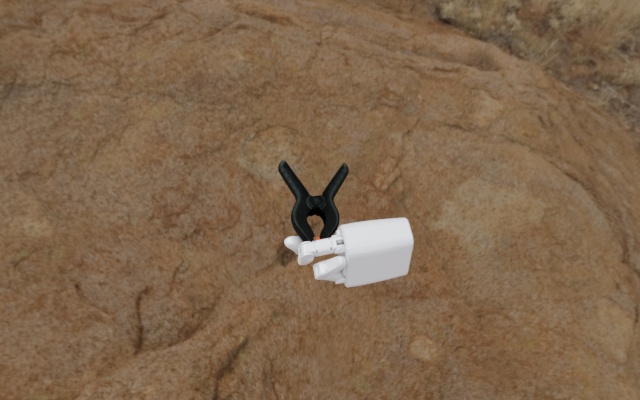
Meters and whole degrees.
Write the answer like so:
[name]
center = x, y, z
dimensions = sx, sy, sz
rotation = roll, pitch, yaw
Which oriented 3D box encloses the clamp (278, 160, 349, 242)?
[clamp]
center = 0.000, 0.002, 0.789
dimensions = 0.120, 0.171, 0.039
rotation = -9, -25, -6
